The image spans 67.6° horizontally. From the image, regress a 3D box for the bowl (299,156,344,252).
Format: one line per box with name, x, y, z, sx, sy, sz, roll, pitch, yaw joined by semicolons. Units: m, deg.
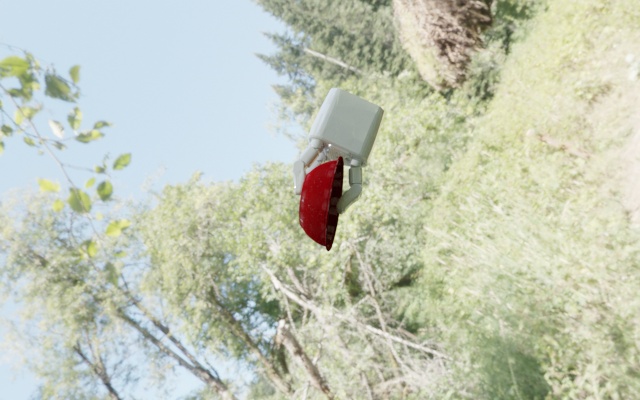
bowl;-0.001;0.004;0.801;0.055;0.162;0.162;7;1;8
